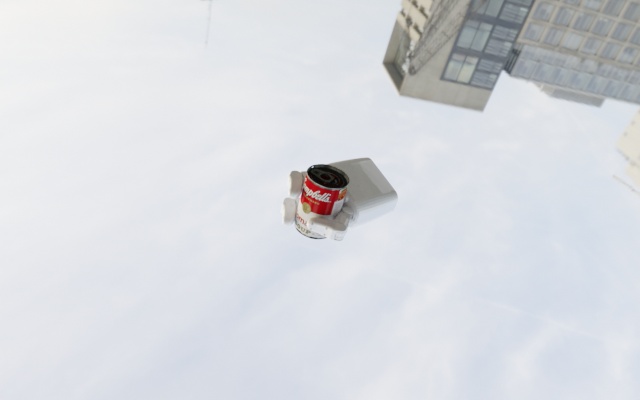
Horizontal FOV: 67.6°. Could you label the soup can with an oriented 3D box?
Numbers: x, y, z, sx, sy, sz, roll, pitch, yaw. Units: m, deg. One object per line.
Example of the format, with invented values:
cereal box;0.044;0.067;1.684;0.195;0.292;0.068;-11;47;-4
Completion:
soup can;0.000;0.003;0.758;0.068;0.102;0.068;11;34;-8
